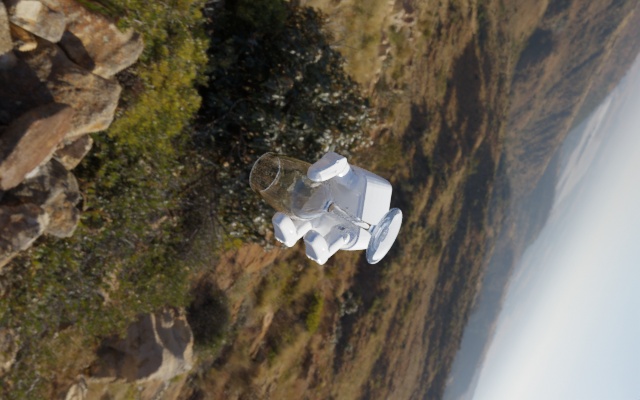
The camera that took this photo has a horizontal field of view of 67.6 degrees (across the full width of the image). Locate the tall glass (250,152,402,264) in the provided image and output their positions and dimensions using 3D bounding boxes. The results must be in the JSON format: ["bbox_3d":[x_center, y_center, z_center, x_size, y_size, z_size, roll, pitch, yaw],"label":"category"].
[{"bbox_3d":[0.001,0.002,0.616,0.201,0.079,0.079,28,14,28],"label":"tall glass"}]
